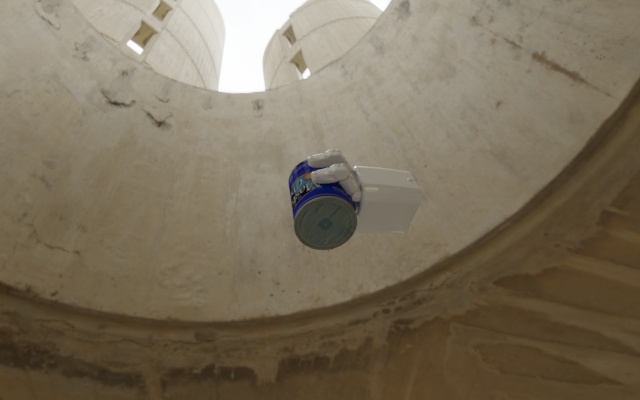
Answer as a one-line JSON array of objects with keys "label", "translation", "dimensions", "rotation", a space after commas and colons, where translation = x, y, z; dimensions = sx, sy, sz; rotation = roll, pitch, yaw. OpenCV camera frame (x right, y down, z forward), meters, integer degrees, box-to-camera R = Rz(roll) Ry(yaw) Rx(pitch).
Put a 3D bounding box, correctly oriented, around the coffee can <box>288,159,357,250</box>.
[{"label": "coffee can", "translation": [0.000, 0.003, 0.822], "dimensions": [0.103, 0.103, 0.140], "rotation": [0, 32, -8]}]
